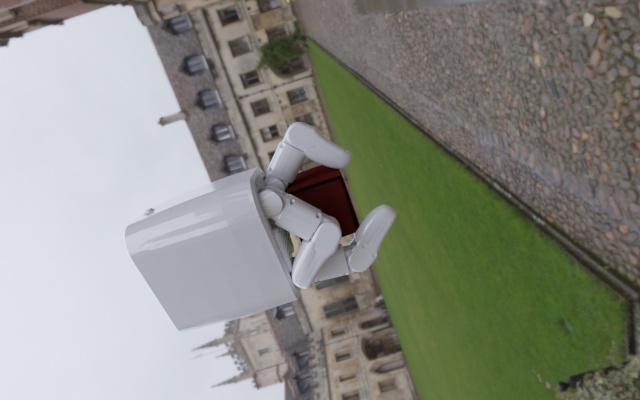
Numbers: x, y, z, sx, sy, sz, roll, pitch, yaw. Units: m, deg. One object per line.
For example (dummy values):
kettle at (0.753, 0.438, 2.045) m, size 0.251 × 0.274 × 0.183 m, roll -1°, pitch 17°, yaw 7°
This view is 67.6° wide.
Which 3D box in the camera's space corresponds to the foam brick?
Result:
foam brick at (0.000, 0.001, 0.428) m, size 0.051 × 0.053 × 0.078 m, roll -20°, pitch 13°, yaw 2°
